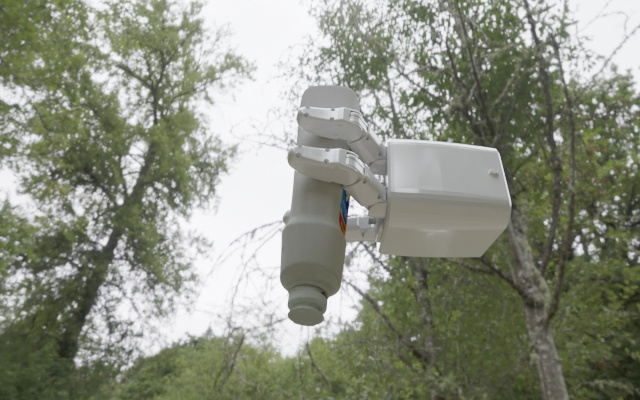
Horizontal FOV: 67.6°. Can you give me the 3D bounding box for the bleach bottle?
[{"bbox_3d":[0.000,0.001,0.450,0.068,0.250,0.103,2,-42,5],"label":"bleach bottle"}]
